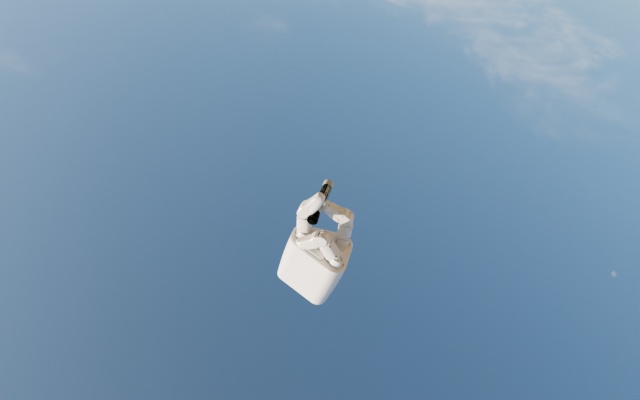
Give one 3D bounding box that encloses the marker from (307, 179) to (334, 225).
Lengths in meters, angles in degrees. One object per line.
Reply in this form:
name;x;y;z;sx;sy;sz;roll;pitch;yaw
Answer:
marker;0.000;0.003;0.838;0.020;0.020;0.121;0;35;18
